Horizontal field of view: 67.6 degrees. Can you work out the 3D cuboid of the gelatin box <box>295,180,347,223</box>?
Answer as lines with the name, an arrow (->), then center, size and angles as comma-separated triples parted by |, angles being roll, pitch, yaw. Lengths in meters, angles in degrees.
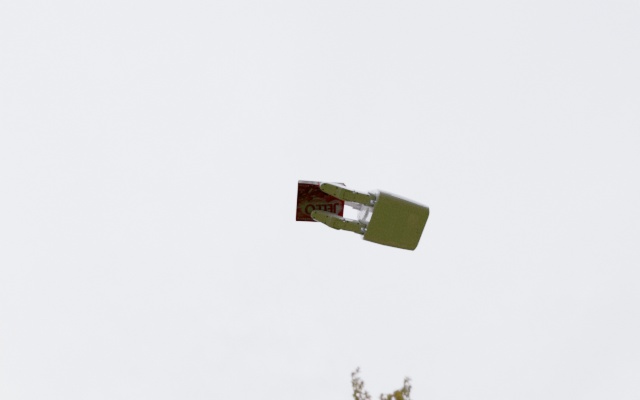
gelatin box -> 0.000, 0.003, 0.875 | 0.089, 0.073, 0.030 | 4, 15, -3
